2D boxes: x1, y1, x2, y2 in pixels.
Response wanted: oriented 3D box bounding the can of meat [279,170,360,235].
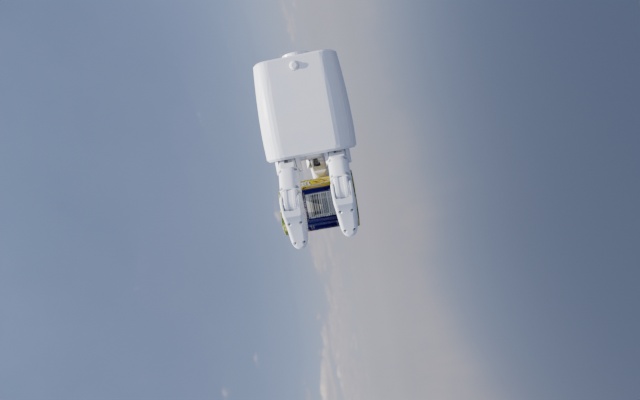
[{"bbox_3d":[0.000,0.002,0.560,0.084,0.057,0.102,-10,8,5],"label":"can of meat"}]
